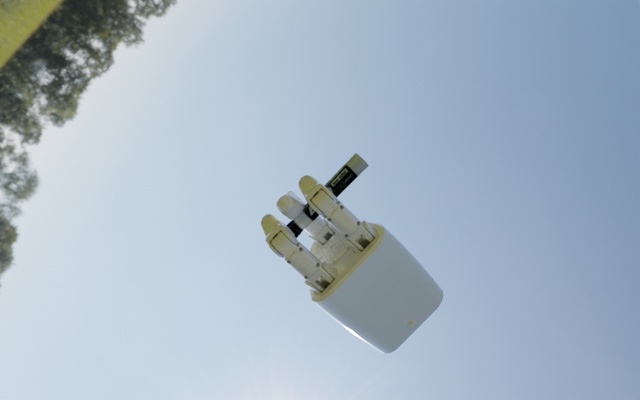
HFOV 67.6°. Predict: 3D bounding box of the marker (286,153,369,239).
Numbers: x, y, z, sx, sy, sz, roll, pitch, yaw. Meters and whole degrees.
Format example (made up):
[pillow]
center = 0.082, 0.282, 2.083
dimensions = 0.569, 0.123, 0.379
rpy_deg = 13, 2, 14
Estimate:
[marker]
center = 0.000, 0.002, 0.482
dimensions = 0.020, 0.121, 0.020
rpy_deg = 44, 3, -3
